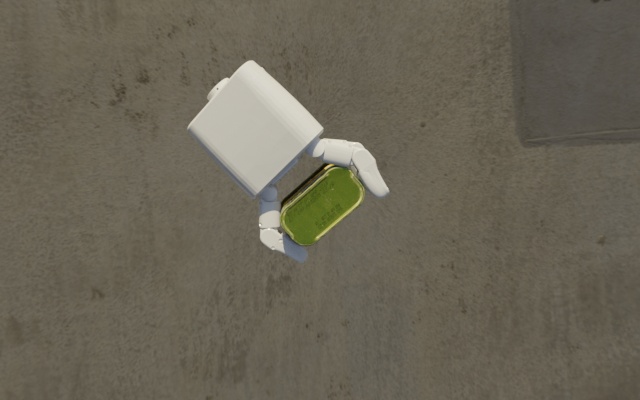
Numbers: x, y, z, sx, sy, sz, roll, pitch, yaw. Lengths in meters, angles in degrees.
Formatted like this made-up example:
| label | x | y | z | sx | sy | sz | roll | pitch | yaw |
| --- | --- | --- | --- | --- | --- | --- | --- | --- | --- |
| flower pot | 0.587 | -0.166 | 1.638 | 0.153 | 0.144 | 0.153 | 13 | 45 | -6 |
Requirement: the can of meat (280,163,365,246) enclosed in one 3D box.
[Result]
| label | x | y | z | sx | sy | sz | roll | pitch | yaw |
| --- | --- | --- | --- | --- | --- | --- | --- | --- | --- |
| can of meat | 0.000 | 0.002 | 0.548 | 0.102 | 0.057 | 0.084 | -41 | 7 | 2 |
